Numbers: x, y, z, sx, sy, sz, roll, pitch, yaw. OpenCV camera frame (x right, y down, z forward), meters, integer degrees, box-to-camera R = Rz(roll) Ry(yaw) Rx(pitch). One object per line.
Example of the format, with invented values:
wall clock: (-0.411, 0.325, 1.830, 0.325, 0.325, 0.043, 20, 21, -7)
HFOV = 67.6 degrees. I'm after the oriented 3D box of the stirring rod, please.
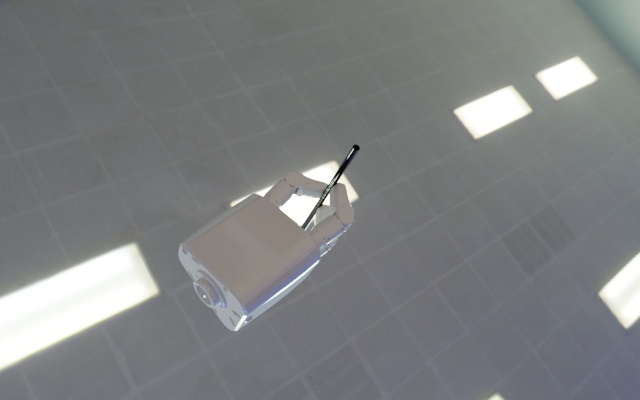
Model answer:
stirring rod: (0.000, 0.002, 0.602, 0.011, 0.011, 0.240, 0, -29, -21)
